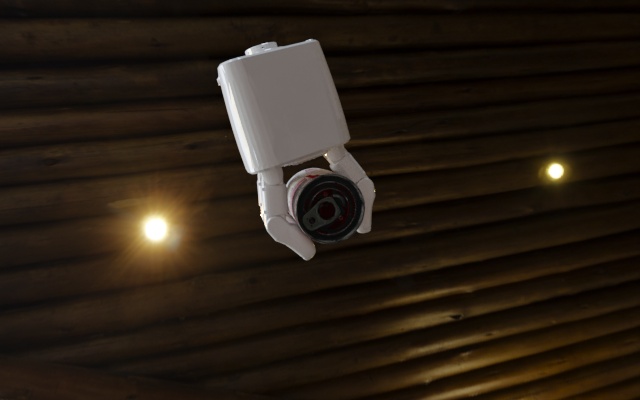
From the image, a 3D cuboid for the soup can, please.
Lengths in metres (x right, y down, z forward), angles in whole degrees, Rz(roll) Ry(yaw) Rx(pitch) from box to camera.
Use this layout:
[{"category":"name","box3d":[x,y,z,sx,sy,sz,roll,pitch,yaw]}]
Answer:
[{"category":"soup can","box3d":[0.000,0.002,0.503,0.068,0.068,0.102,0,8,-11]}]
